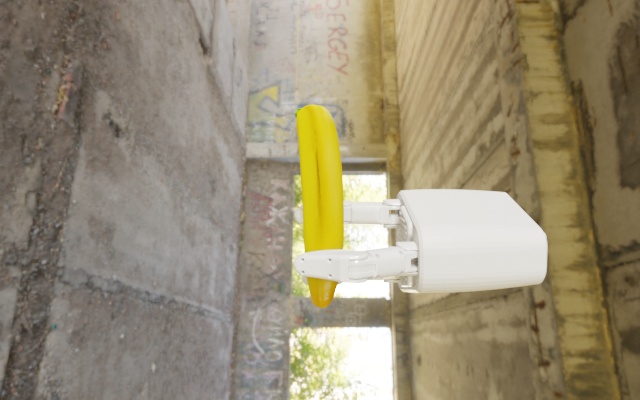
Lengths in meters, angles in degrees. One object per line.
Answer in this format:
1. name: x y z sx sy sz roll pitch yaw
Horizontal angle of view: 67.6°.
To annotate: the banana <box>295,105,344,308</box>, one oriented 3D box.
1. banana: 0.001 -0.007 0.423 0.037 0.197 0.070 -3 -17 -4
